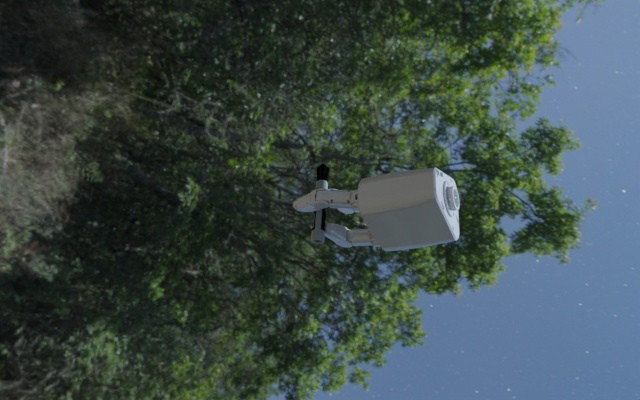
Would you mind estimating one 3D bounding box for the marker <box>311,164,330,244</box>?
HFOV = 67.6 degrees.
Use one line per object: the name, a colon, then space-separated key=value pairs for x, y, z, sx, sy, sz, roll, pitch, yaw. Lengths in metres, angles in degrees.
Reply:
marker: x=0.000 y=0.002 z=0.681 sx=0.020 sy=0.121 sz=0.020 roll=4 pitch=-25 yaw=2
